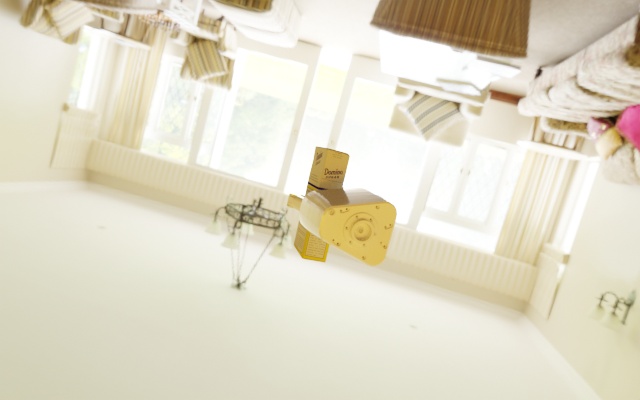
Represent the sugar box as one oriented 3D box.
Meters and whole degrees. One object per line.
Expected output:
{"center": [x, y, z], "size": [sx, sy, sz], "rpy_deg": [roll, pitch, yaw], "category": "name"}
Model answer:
{"center": [0.001, 0.003, 0.778], "size": [0.048, 0.176, 0.093], "rpy_deg": [14, 6, -15], "category": "sugar box"}
